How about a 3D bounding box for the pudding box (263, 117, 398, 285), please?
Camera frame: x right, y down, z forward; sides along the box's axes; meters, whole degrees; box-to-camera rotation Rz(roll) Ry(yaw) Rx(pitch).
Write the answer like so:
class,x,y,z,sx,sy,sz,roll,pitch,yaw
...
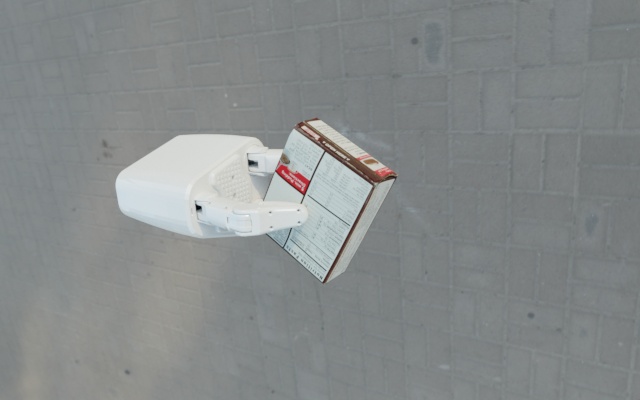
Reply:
class,x,y,z,sx,sy,sz,roll,pitch,yaw
pudding box,0.000,0.001,0.406,0.090,0.113,0.039,38,35,20
